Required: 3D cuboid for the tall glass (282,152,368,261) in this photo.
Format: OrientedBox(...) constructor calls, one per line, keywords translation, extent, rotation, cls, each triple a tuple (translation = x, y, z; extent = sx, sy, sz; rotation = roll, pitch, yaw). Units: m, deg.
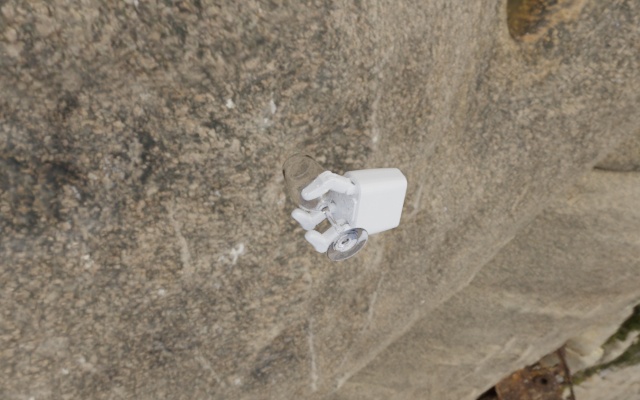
OrientedBox(translation=(0.000, 0.003, 0.810), extent=(0.079, 0.079, 0.201), rotation=(0, 42, -36), cls="tall glass")
